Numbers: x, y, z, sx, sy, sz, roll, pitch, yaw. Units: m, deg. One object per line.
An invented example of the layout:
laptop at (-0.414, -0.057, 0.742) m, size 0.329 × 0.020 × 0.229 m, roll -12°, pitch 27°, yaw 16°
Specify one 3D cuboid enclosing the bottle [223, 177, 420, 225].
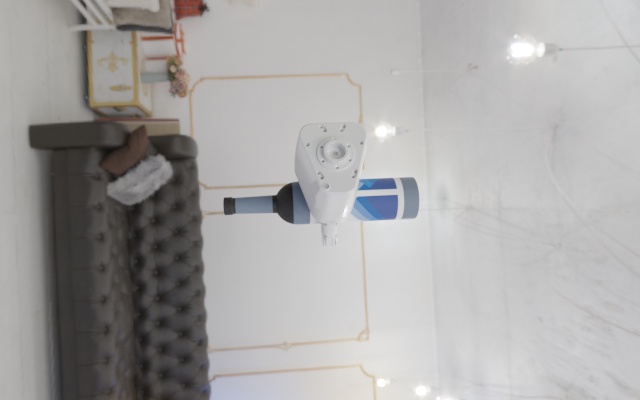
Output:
bottle at (0.000, 0.002, 0.739) m, size 0.296 × 0.069 × 0.069 m, roll -3°, pitch 0°, yaw -5°
